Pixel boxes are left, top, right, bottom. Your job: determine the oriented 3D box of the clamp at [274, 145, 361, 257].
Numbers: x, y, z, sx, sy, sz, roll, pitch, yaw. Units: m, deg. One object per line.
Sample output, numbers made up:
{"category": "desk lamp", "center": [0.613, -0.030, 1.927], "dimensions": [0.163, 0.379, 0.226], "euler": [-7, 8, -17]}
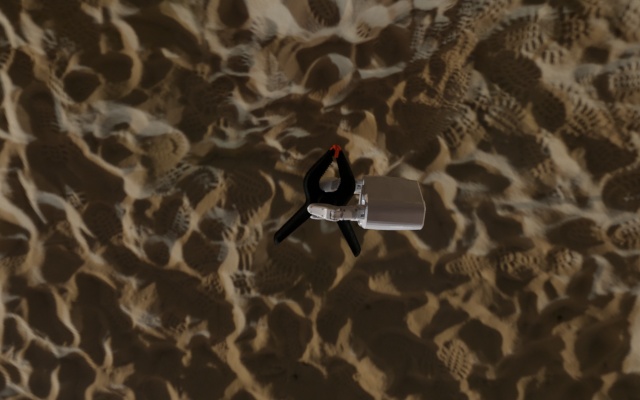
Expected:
{"category": "clamp", "center": [0.000, 0.003, 0.866], "dimensions": [0.164, 0.210, 0.036], "euler": [3, 18, -5]}
